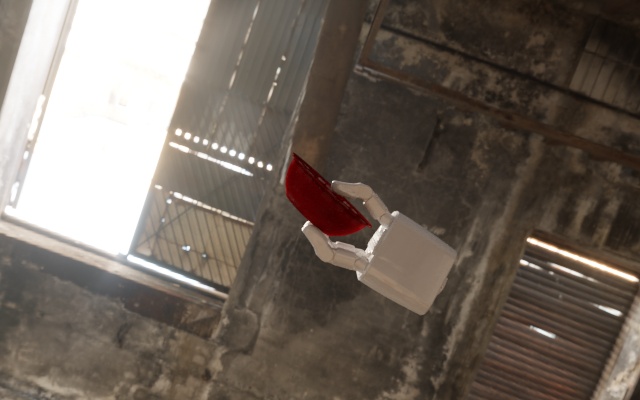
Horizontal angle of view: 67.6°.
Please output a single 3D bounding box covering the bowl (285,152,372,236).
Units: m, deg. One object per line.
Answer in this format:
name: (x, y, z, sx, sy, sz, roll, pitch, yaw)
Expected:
bowl: (-0.001, 0.002, 0.709, 0.162, 0.055, 0.162, 43, 5, -4)
